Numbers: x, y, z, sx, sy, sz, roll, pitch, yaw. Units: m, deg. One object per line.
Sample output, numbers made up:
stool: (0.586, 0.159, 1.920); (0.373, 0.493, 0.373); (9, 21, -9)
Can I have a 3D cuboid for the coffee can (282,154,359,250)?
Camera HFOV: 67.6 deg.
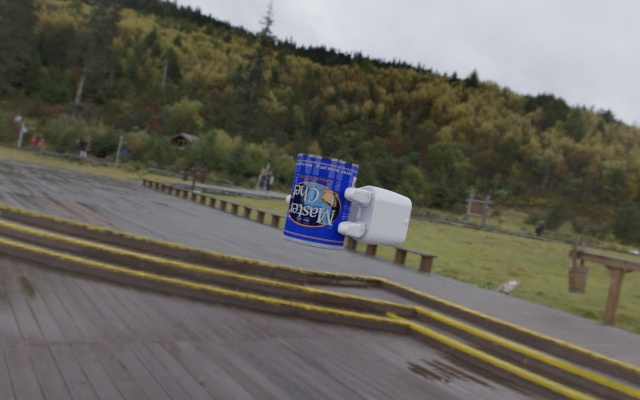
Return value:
coffee can: (0.000, 0.003, 0.783); (0.103, 0.140, 0.103); (11, 0, 0)
